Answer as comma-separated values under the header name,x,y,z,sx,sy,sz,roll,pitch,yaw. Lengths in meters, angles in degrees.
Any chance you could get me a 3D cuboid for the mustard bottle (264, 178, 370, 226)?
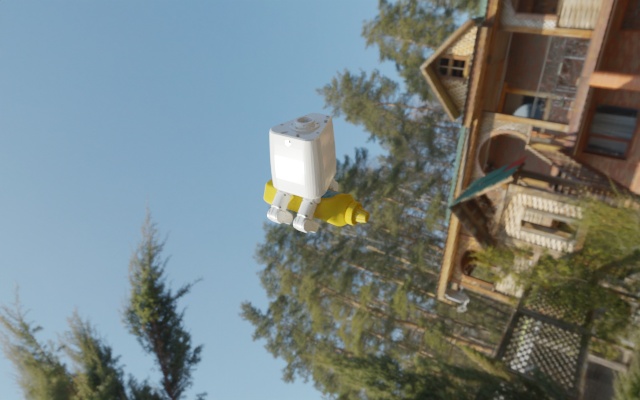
name,x,y,z,sx,sy,sz,roll,pitch,yaw
mustard bottle,0.000,0.003,0.853,0.191,0.058,0.096,17,13,29
